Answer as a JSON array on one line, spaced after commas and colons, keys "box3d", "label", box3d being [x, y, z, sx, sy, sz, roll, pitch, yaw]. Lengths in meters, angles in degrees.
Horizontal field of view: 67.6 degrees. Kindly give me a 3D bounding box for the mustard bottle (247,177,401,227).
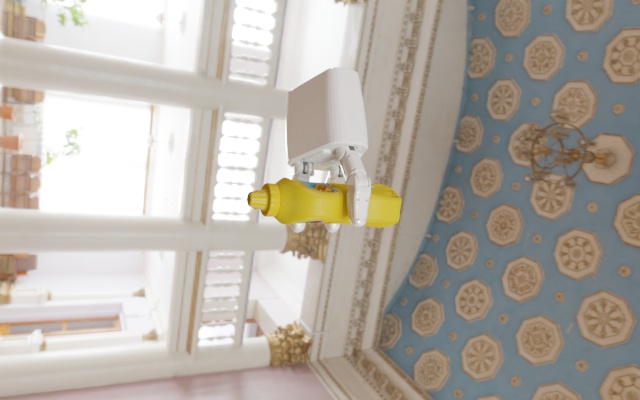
[{"box3d": [0.000, 0.002, 0.608, 0.191, 0.058, 0.096, 3, 8, -27], "label": "mustard bottle"}]
